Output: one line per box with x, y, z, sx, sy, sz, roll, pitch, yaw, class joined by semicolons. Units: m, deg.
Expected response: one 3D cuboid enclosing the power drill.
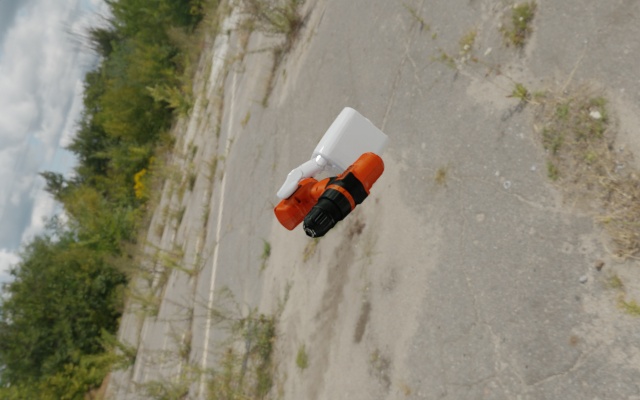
0.000;0.002;0.786;0.184;0.057;0.187;-44;17;-32;power drill
